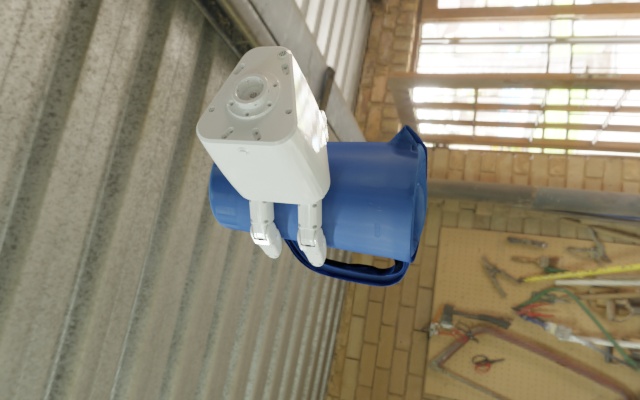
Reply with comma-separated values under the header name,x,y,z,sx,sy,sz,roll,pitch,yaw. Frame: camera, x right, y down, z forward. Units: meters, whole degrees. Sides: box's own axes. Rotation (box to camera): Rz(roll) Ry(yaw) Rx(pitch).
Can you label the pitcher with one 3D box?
name,x,y,z,sx,sy,sz,roll,pitch,yaw
pitcher,0.000,0.002,0.558,0.243,0.149,0.145,5,-24,17
